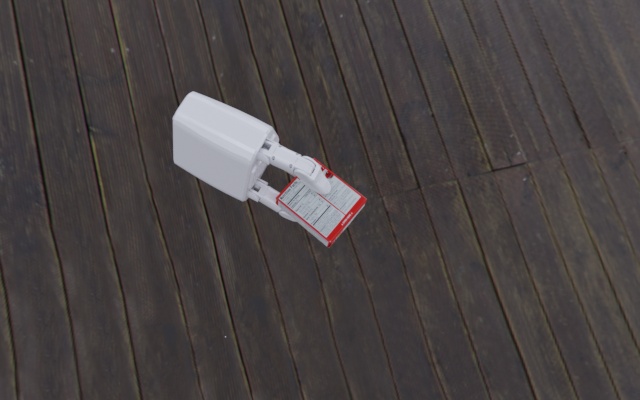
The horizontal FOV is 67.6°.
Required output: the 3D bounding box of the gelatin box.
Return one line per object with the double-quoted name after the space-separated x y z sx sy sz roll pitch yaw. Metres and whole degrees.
0.000 0.002 0.593 0.089 0.073 0.030 38 -17 9 "gelatin box"
